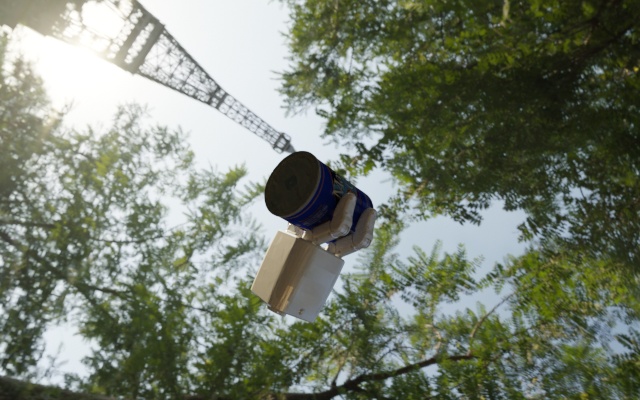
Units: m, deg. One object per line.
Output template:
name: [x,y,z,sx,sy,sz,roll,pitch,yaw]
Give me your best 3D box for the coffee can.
coffee can: [0.000,0.002,0.719,0.103,0.102,0.140,0,-24,43]
